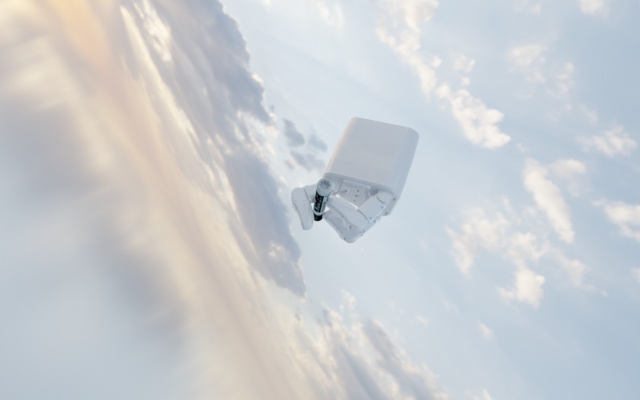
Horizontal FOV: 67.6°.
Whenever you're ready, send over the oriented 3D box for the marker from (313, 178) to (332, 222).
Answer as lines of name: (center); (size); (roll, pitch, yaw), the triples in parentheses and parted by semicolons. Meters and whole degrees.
marker: (0.000, 0.002, 0.650); (0.020, 0.020, 0.121); (0, -21, -5)
